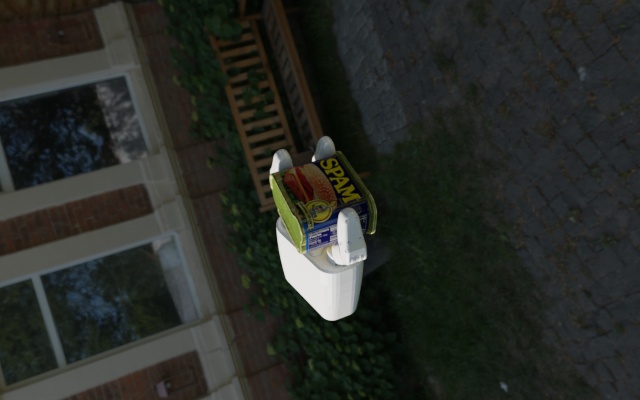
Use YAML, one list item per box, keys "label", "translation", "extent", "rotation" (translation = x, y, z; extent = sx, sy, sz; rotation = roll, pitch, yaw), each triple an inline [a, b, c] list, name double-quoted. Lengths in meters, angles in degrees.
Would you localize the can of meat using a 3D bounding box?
- label: "can of meat"
  translation: [0.000, 0.002, 0.517]
  extent: [0.084, 0.057, 0.102]
  rotation: [-17, 50, -15]
